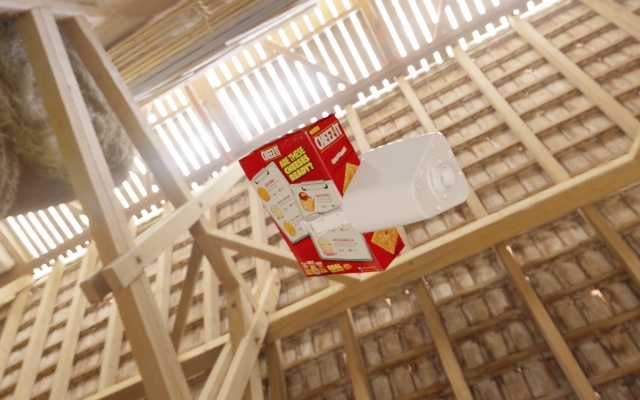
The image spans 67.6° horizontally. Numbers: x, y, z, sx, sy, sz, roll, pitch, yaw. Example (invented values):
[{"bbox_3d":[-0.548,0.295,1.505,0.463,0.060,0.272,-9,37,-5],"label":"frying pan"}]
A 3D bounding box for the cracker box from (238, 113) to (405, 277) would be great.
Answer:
[{"bbox_3d":[0.000,0.002,0.682,0.164,0.214,0.072,-14,20,48],"label":"cracker box"}]
